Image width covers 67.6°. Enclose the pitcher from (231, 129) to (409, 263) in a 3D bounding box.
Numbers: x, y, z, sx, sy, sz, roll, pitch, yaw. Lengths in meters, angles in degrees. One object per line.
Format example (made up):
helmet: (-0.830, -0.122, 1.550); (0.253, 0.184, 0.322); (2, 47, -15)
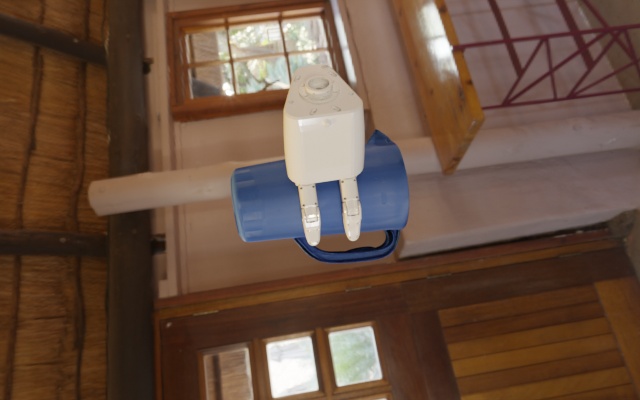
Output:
pitcher: (0.000, 0.002, 0.694); (0.243, 0.149, 0.145); (-8, -40, -5)
